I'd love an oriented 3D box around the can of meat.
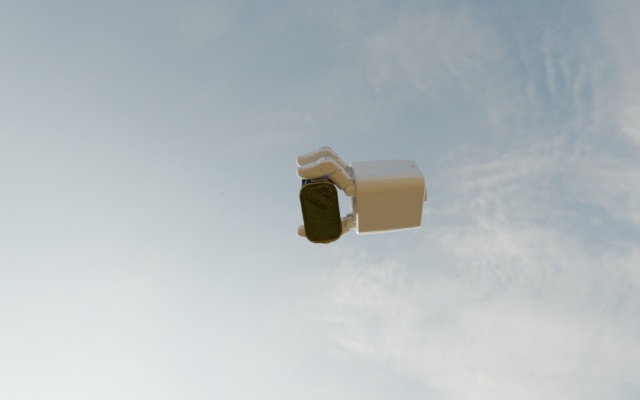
[{"bbox_3d":[0.000,0.002,0.753,0.057,0.102,0.084,-7,25,2],"label":"can of meat"}]
